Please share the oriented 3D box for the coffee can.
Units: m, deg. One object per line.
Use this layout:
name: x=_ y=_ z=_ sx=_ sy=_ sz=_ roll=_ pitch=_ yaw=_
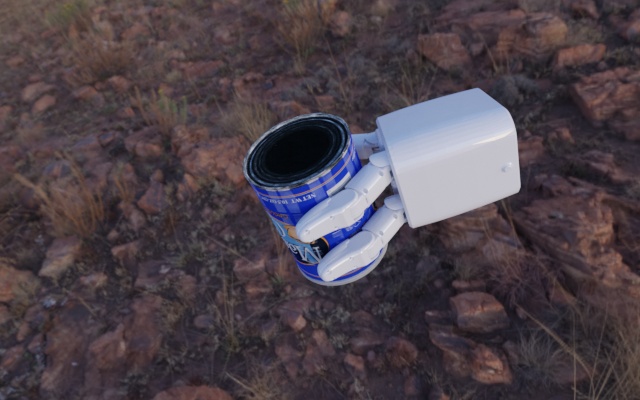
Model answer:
coffee can: x=0.000 y=0.002 z=0.469 sx=0.103 sy=0.102 sz=0.140 roll=0 pitch=-43 yaw=27
